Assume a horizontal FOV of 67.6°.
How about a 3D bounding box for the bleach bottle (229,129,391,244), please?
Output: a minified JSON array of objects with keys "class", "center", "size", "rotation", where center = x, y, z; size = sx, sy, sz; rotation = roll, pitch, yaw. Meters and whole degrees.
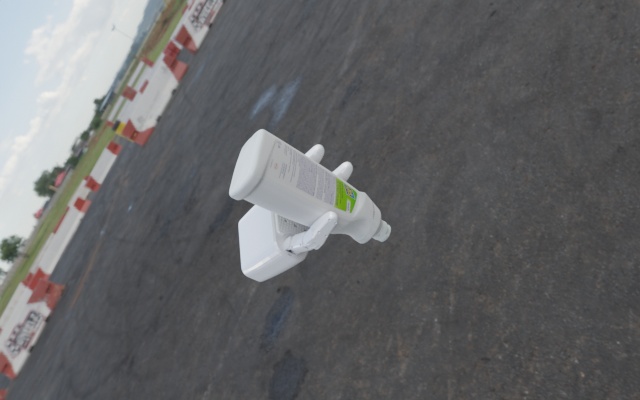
[{"class":"bleach bottle","center":[0.000,0.002,0.677],"size":[0.251,0.102,0.068],"rotation":[29,-43,-26]}]
